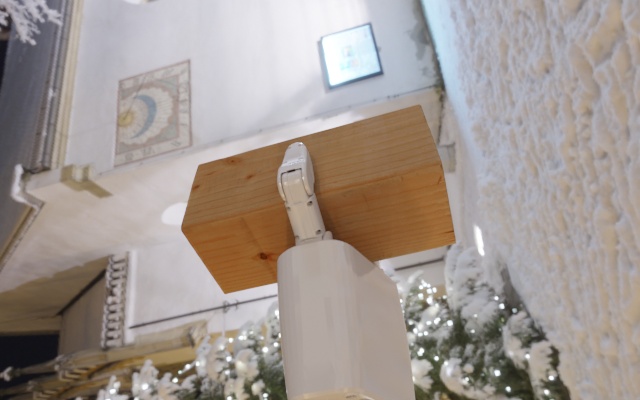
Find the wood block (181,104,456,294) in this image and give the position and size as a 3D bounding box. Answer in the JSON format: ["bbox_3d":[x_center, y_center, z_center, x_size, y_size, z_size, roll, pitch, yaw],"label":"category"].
[{"bbox_3d":[0.000,0.001,0.415,0.206,0.091,0.090,-14,39,10],"label":"wood block"}]
